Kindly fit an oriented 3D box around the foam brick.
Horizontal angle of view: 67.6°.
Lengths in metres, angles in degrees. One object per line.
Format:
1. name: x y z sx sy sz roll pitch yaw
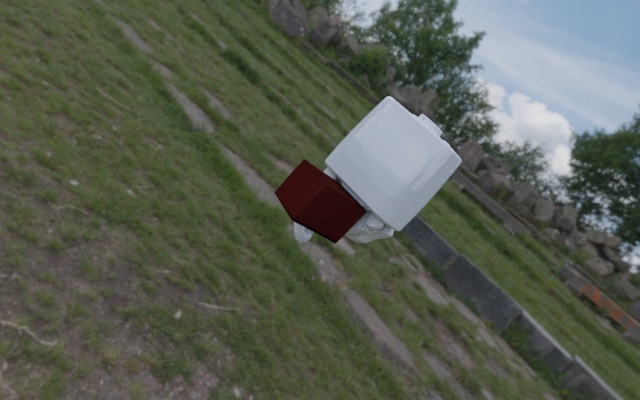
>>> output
1. foam brick: 0.000 0.002 0.515 0.078 0.051 0.053 31 15 -47
